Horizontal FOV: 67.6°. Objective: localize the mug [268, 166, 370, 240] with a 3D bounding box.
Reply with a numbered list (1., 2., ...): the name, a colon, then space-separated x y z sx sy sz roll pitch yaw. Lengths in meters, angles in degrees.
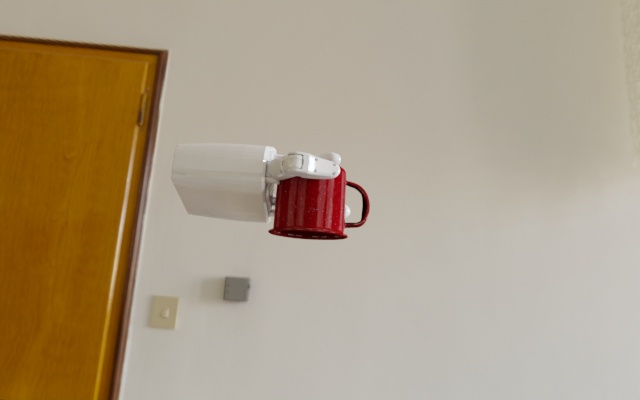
1. mug: 0.002 0.002 0.562 0.117 0.081 0.093 4 -10 -1
